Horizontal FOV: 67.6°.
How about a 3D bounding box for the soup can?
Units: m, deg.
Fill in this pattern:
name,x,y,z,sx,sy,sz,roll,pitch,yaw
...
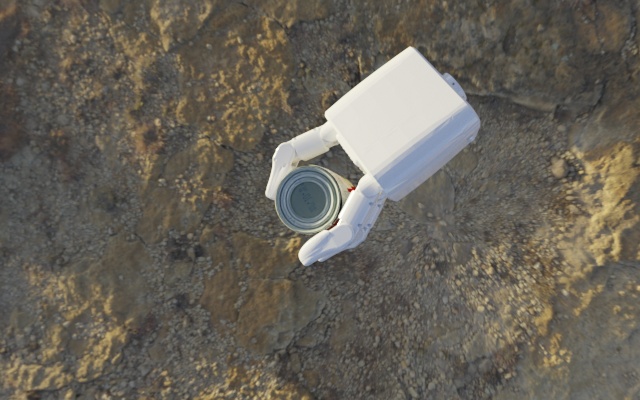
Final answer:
name,x,y,z,sx,sy,sz,roll,pitch,yaw
soup can,0.000,0.002,0.497,0.068,0.068,0.102,0,-2,14
